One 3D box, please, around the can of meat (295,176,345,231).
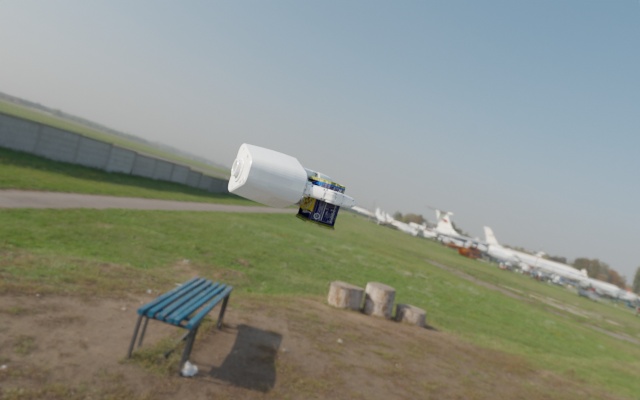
[{"bbox_3d":[0.000,0.003,0.892,0.057,0.084,0.102,17,1,-20],"label":"can of meat"}]
